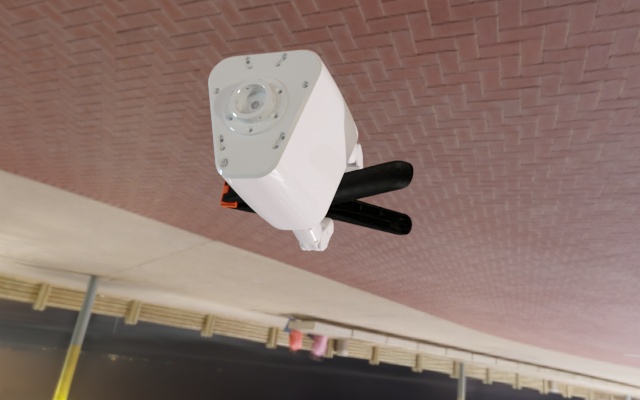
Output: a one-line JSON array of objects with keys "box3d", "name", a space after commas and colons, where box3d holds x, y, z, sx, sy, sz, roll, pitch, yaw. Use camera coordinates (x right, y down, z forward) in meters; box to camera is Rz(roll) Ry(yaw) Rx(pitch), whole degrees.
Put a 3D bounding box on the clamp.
[{"box3d": [-0.001, 0.002, 0.503, 0.210, 0.036, 0.165, 1, -21, 18], "name": "clamp"}]
